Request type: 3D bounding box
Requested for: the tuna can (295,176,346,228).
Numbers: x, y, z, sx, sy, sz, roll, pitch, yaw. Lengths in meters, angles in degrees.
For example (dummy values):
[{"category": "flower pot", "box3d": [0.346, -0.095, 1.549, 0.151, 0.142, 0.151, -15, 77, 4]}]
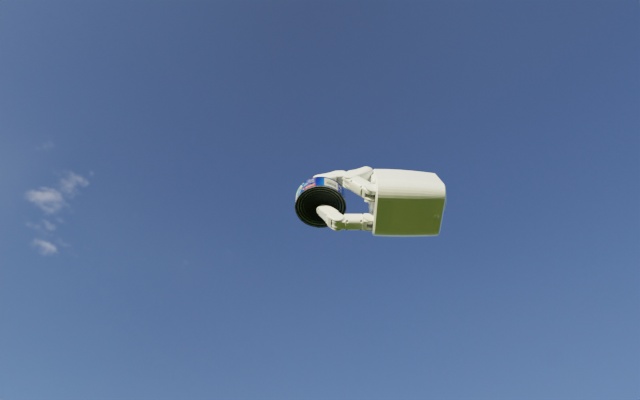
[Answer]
[{"category": "tuna can", "box3d": [0.000, 0.002, 0.805, 0.086, 0.086, 0.033, 0, 36, 0]}]
